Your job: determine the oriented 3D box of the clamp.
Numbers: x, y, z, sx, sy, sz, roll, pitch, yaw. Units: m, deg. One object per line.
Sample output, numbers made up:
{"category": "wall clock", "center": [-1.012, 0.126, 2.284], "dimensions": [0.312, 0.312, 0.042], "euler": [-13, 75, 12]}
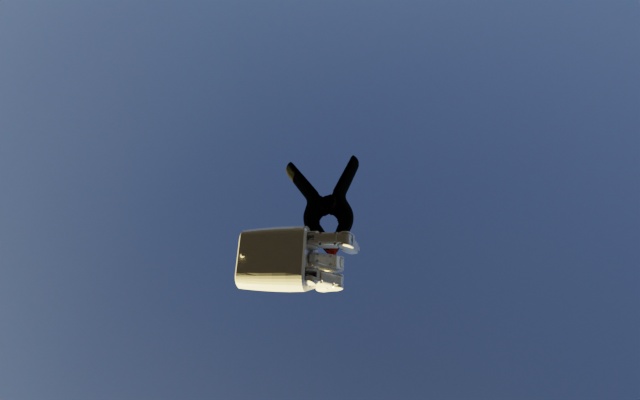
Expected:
{"category": "clamp", "center": [0.000, 0.003, 0.768], "dimensions": [0.120, 0.171, 0.039], "euler": [-1, -27, 9]}
